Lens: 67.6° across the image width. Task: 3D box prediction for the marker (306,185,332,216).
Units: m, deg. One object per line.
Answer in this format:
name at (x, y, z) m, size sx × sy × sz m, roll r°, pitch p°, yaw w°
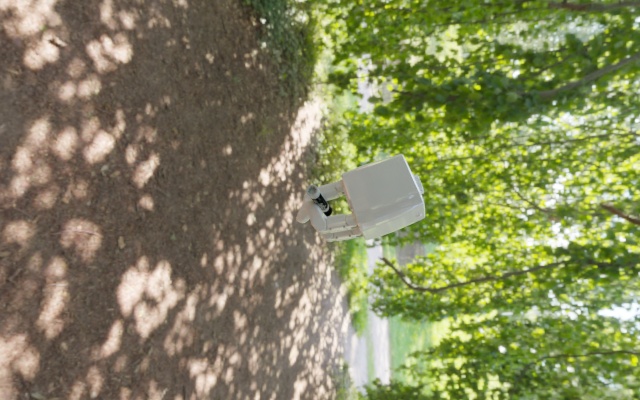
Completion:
marker at (0.000, 0.003, 0.775) m, size 0.020 × 0.020 × 0.121 m, roll 0°, pitch -18°, yaw 13°
